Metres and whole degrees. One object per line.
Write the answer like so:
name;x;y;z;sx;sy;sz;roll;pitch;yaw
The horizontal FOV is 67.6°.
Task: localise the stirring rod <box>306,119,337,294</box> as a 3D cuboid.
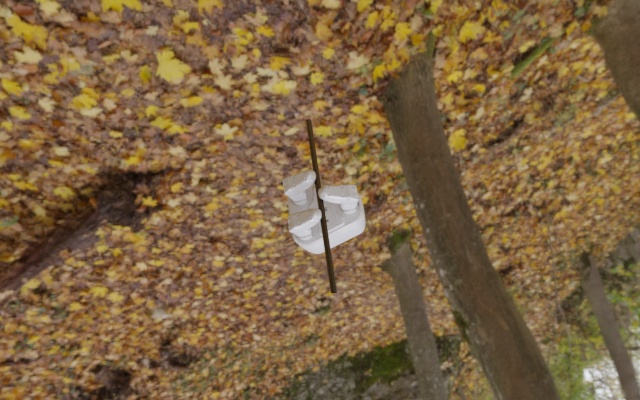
stirring rod;0.000;0.002;0.633;0.011;0.239;0.011;-8;-16;-2
